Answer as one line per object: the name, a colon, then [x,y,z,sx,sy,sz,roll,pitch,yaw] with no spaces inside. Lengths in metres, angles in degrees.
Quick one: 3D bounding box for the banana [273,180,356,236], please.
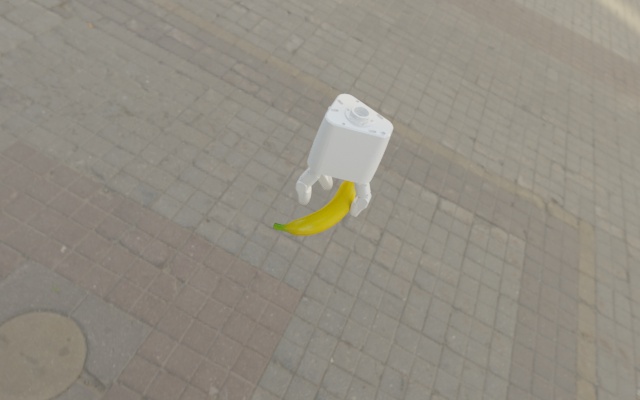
banana: [0.011,0.016,0.860,0.197,0.037,0.069,-30,60,-35]
